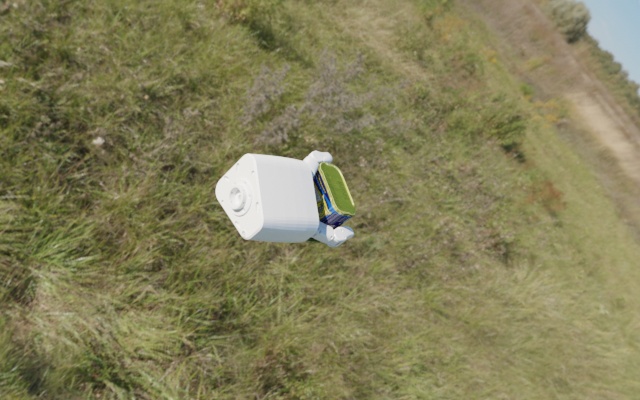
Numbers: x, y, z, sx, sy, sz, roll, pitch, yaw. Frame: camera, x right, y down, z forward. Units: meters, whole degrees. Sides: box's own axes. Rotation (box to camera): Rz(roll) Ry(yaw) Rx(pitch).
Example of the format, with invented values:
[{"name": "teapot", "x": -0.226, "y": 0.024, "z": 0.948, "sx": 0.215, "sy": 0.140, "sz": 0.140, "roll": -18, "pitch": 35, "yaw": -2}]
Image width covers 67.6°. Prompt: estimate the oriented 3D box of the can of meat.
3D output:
[{"name": "can of meat", "x": 0.000, "y": 0.002, "z": 0.750, "sx": 0.057, "sy": 0.102, "sz": 0.084, "roll": 10, "pitch": -39, "yaw": -46}]
